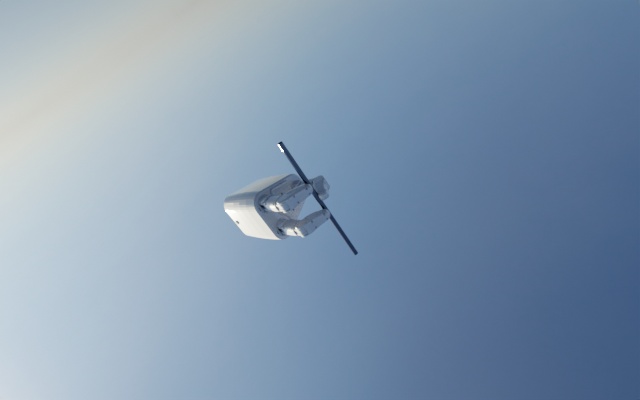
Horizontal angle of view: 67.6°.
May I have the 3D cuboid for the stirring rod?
[{"bbox_3d":[0.000,0.002,0.771,0.011,0.240,0.011,-27,27,15],"label":"stirring rod"}]
